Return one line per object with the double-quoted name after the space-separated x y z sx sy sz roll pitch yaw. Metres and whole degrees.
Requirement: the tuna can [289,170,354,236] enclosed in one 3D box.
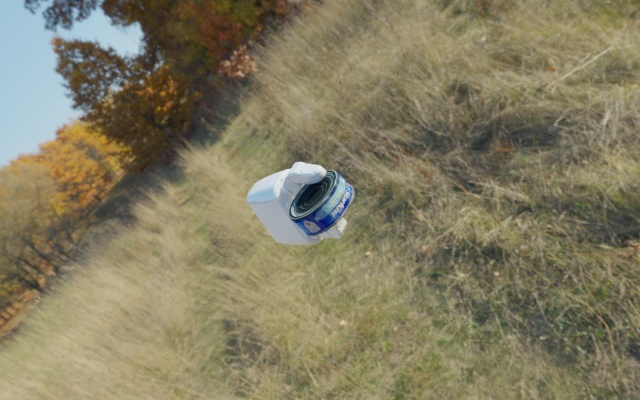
0.000 0.002 0.613 0.034 0.086 0.086 44 -21 -24 "tuna can"
